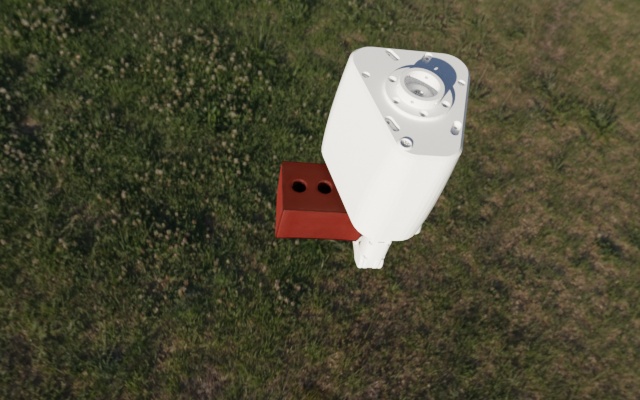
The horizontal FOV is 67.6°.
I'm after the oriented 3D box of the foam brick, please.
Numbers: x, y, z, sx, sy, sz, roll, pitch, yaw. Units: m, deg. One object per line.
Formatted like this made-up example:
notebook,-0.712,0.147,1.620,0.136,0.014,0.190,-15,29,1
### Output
foam brick,0.000,0.002,0.428,0.078,0.053,0.051,2,-32,-9
